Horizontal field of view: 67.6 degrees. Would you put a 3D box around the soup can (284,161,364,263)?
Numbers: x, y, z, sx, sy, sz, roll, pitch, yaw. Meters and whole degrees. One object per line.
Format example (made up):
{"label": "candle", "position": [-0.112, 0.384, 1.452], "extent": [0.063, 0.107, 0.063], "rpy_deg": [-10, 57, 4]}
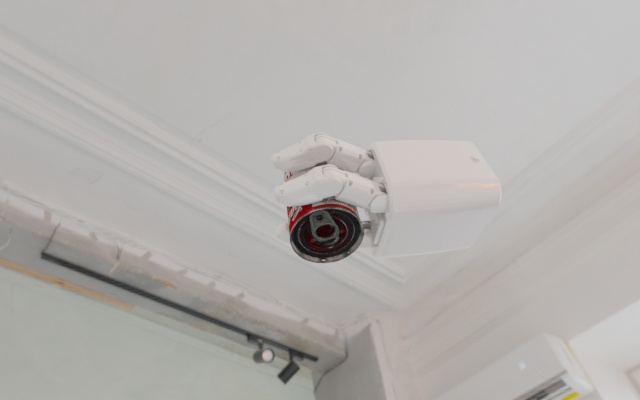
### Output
{"label": "soup can", "position": [0.000, 0.001, 0.469], "extent": [0.068, 0.069, 0.102], "rpy_deg": [0, 39, -9]}
